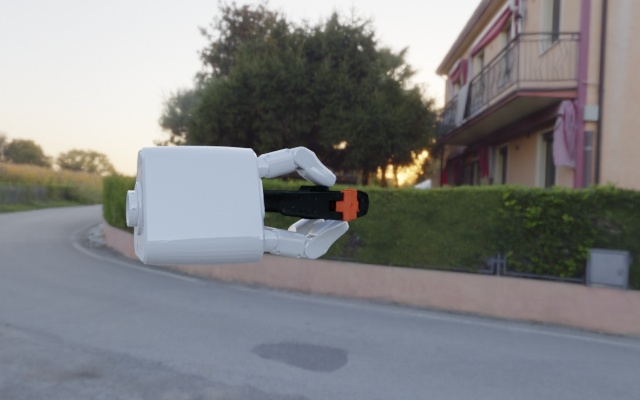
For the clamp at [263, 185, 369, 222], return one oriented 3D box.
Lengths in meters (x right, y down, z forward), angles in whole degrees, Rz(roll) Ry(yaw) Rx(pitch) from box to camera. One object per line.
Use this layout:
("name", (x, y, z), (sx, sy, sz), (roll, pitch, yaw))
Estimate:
("clamp", (0.000, 0.001, 0.519), (0.164, 0.036, 0.210), (-1, 2, -27))
